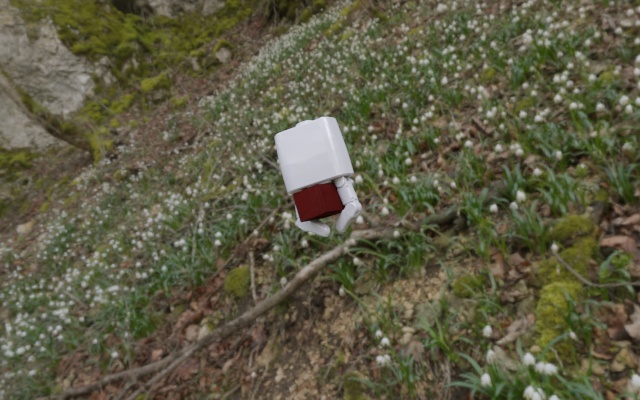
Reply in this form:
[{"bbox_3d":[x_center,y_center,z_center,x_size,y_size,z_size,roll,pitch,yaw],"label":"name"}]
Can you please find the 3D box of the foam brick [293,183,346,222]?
[{"bbox_3d":[0.000,0.003,0.801,0.053,0.051,0.078,-19,-6,31],"label":"foam brick"}]
